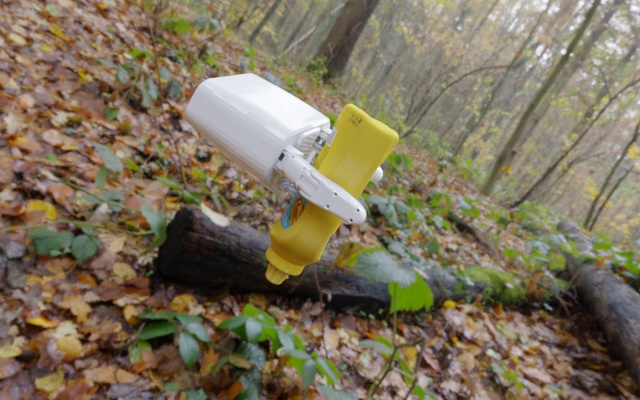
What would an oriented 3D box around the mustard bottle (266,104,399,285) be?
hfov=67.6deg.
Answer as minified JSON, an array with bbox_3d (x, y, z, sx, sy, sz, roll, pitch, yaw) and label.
[{"bbox_3d":[0.001,0.001,0.468,0.058,0.192,0.096,30,12,-13],"label":"mustard bottle"}]
